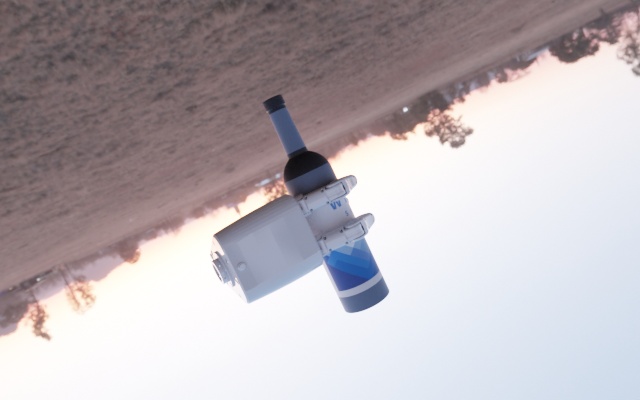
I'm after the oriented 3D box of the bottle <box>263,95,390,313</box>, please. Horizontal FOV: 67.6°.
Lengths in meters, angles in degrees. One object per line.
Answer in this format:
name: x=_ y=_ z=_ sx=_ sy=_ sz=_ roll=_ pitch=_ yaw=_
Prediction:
bottle: x=0.000 y=0.002 z=0.627 sx=0.069 sy=0.296 sz=0.069 roll=-25 pitch=6 yaw=3
